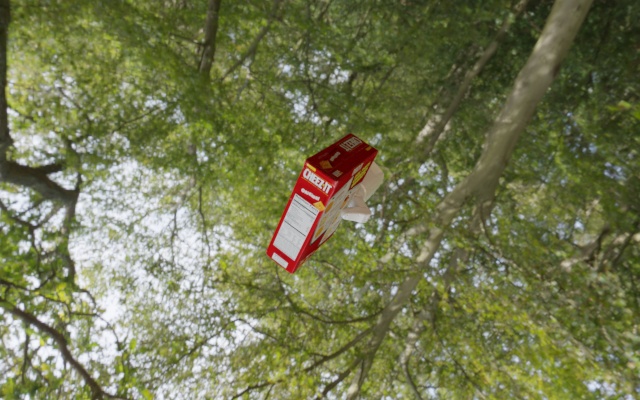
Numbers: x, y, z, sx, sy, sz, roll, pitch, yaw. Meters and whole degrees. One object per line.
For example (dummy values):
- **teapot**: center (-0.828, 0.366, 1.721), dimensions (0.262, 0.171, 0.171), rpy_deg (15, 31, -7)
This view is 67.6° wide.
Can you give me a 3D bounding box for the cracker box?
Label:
- **cracker box**: center (0.000, 0.003, 0.839), dimensions (0.072, 0.214, 0.164), rpy_deg (34, 35, 13)
